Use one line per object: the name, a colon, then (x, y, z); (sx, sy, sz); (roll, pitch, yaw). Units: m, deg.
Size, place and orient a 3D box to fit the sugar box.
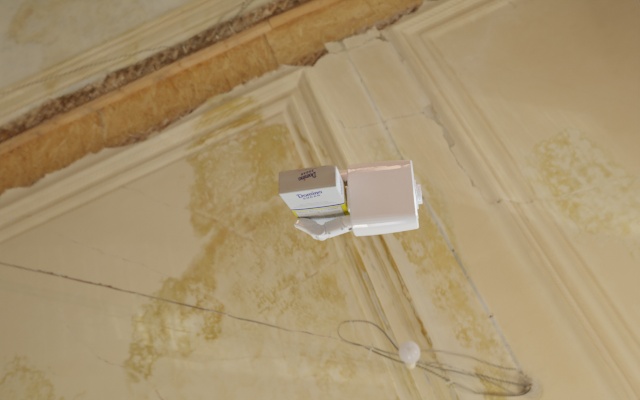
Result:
sugar box: (0.000, 0.002, 0.795); (0.093, 0.048, 0.176); (-7, -28, 11)
